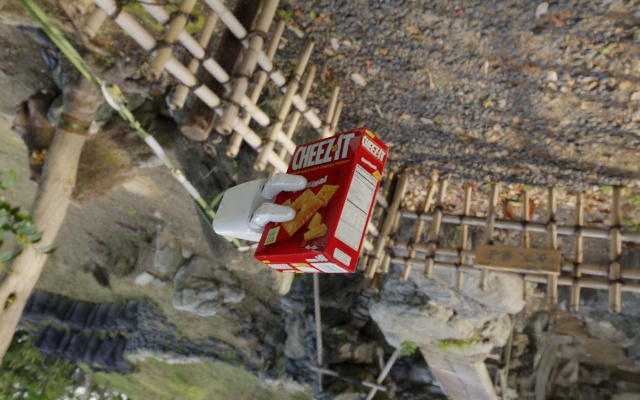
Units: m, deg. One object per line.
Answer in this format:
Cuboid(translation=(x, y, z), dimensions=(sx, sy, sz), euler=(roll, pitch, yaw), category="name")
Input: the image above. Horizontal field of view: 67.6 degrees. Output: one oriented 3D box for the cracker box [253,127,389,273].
Cuboid(translation=(0.000, 0.003, 0.740), dimensions=(0.164, 0.213, 0.072), euler=(-8, -35, 46), category="cracker box")
